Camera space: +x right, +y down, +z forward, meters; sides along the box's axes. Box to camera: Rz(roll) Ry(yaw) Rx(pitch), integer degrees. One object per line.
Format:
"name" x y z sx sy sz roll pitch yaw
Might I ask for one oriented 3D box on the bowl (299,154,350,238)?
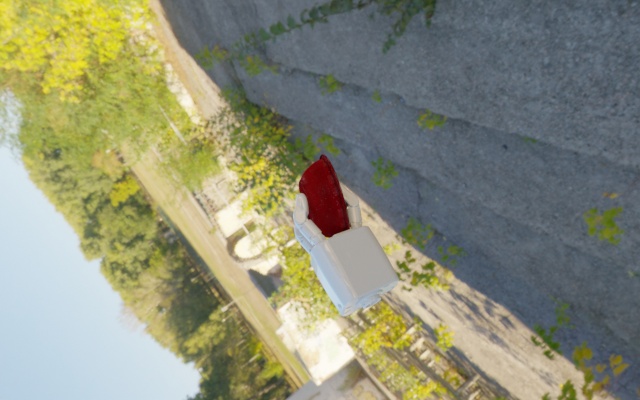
"bowl" -0.001 0.002 0.844 0.055 0.162 0.162 -16 2 -9
